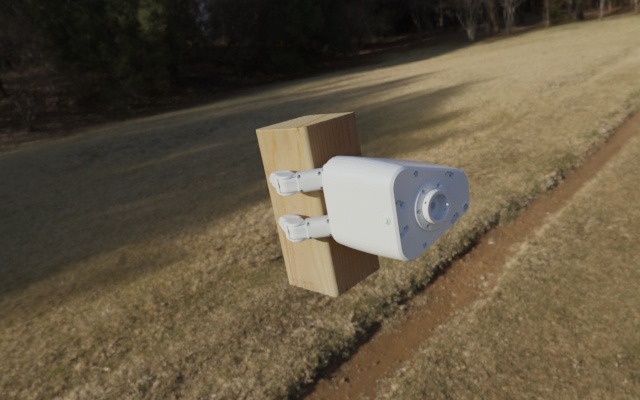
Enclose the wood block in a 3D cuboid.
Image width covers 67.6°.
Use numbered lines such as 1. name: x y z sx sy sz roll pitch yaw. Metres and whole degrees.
1. wood block: 0.001 0.002 0.598 0.090 0.206 0.091 5 22 45
